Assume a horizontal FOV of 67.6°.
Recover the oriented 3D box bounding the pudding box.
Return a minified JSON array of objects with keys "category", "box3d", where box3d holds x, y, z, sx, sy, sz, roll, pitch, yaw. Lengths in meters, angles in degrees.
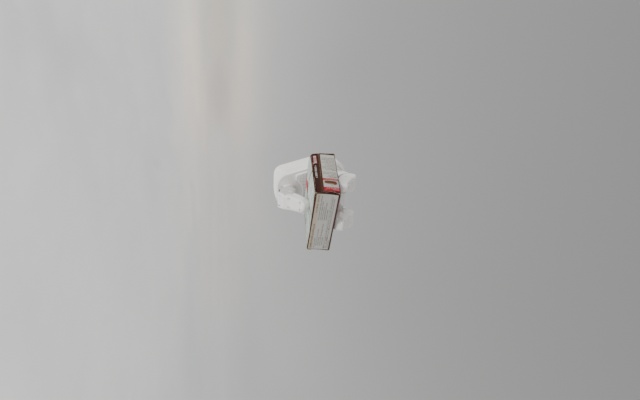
[{"category":"pudding box","box3d":[0.000,0.002,0.687,0.039,0.114,0.090,0,42,-8]}]
